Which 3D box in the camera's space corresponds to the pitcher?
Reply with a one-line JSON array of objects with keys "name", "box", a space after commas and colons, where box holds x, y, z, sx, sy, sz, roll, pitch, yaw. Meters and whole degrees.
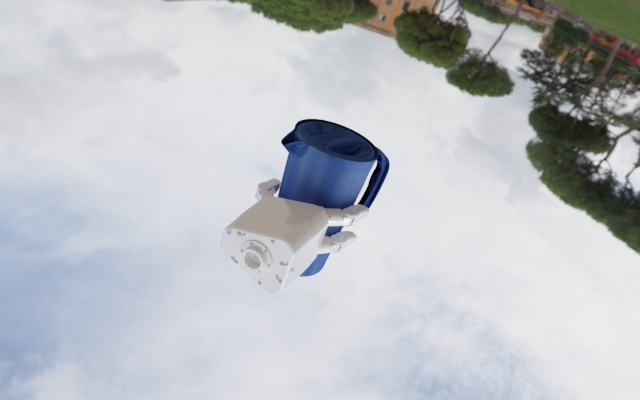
[{"name": "pitcher", "box": [0.000, 0.003, 0.774, 0.149, 0.243, 0.145, 27, 30, 12]}]
